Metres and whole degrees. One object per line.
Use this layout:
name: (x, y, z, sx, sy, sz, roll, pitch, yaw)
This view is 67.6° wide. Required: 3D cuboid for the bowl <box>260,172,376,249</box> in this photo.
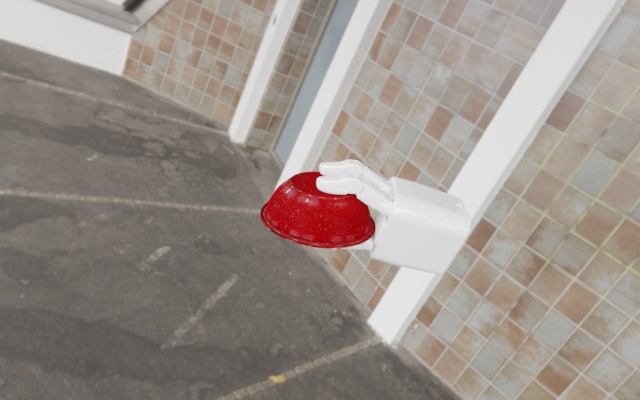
bowl: (-0.001, 0.002, 0.652, 0.162, 0.055, 0.162, 7, 24, -3)
